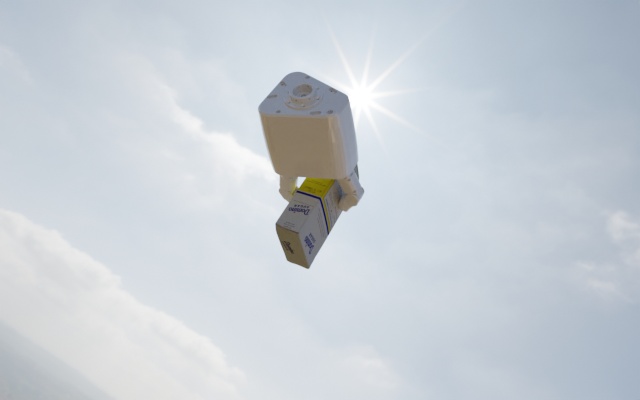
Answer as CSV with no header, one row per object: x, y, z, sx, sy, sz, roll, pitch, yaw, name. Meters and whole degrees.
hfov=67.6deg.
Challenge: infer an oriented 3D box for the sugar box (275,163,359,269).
0.000,0.002,0.700,0.048,0.176,0.093,20,-34,24,sugar box
